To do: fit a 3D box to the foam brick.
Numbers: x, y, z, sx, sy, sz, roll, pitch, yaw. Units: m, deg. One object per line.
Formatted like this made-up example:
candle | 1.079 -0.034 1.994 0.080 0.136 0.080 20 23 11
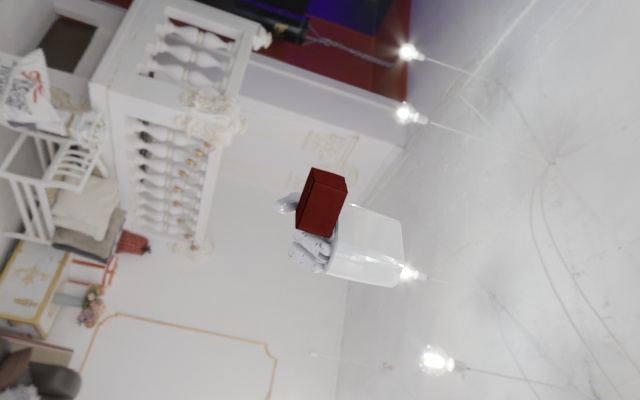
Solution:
foam brick | 0.000 0.002 0.662 0.051 0.078 0.053 16 25 -10
